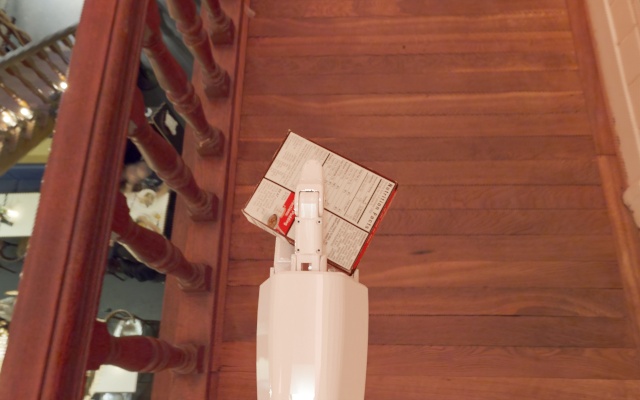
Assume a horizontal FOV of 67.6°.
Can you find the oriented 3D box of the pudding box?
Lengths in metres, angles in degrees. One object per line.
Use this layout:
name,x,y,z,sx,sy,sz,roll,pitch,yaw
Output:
pudding box,0.000,0.001,0.426,0.113,0.090,0.039,28,-10,9
